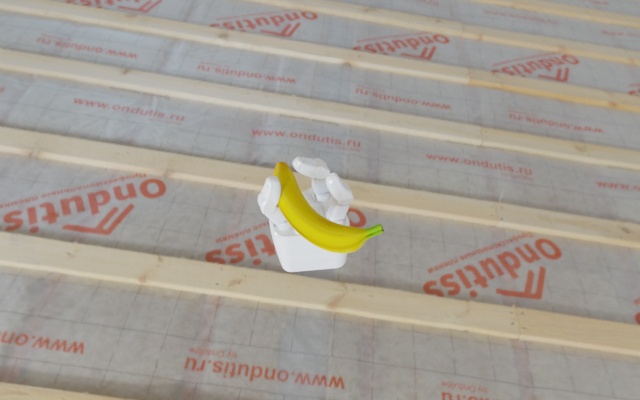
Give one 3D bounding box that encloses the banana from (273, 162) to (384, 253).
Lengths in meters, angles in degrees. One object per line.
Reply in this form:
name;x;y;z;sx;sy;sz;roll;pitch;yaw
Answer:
banana;-0.011;0.016;0.632;0.197;0.069;0.037;35;-23;32
